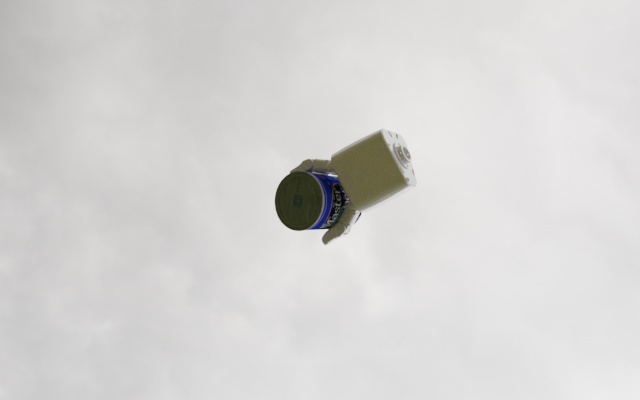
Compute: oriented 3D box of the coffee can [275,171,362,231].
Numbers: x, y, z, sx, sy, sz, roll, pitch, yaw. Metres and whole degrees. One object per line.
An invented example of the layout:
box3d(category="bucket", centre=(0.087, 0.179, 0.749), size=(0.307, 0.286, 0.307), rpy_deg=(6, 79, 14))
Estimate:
box3d(category="coffee can", centre=(0.000, 0.003, 0.867), size=(0.103, 0.103, 0.140), rpy_deg=(0, -2, 34))
